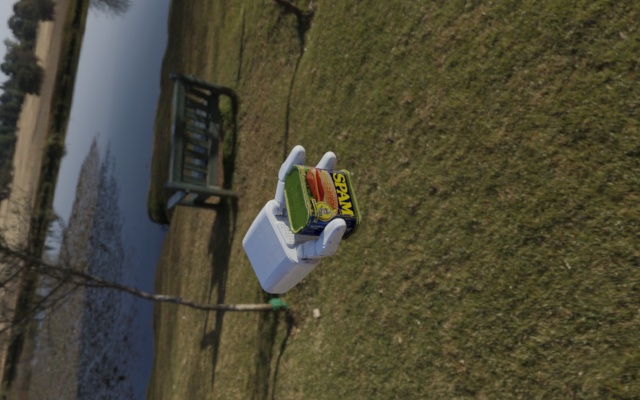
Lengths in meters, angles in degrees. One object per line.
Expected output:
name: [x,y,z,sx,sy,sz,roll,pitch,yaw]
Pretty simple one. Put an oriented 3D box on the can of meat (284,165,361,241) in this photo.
can of meat: [0.000,0.002,0.667,0.084,0.102,0.057,7,-34,-31]
